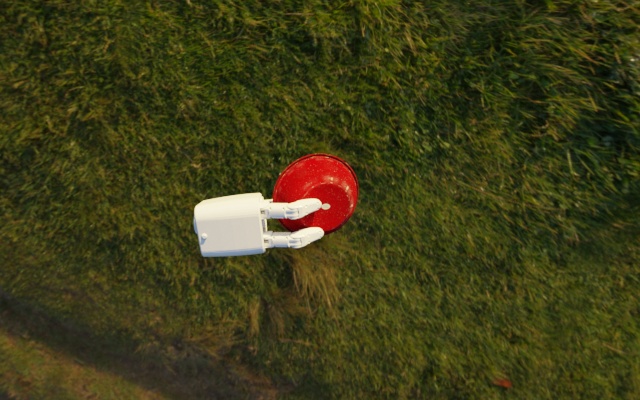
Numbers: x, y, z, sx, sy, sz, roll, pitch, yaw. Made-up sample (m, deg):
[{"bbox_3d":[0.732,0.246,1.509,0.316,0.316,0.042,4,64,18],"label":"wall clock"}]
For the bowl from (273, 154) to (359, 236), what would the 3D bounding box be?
[{"bbox_3d":[0.001,0.002,0.836,0.162,0.162,0.055,0,22,-18],"label":"bowl"}]
